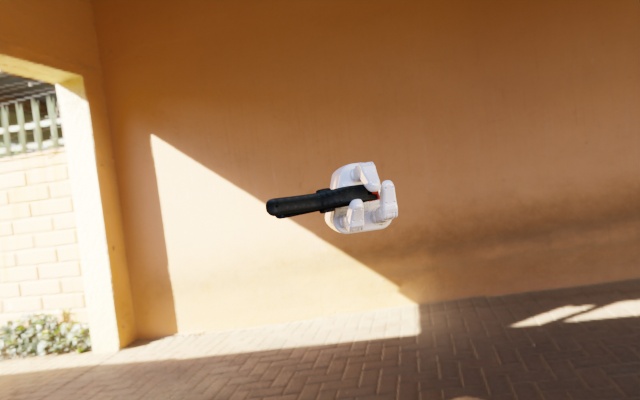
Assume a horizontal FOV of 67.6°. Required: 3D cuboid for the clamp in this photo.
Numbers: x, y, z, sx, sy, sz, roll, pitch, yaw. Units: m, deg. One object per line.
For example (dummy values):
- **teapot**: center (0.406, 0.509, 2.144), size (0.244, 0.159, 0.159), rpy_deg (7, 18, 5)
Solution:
- **clamp**: center (0.000, 0.002, 0.724), size (0.171, 0.039, 0.120), rpy_deg (-7, 1, -9)
